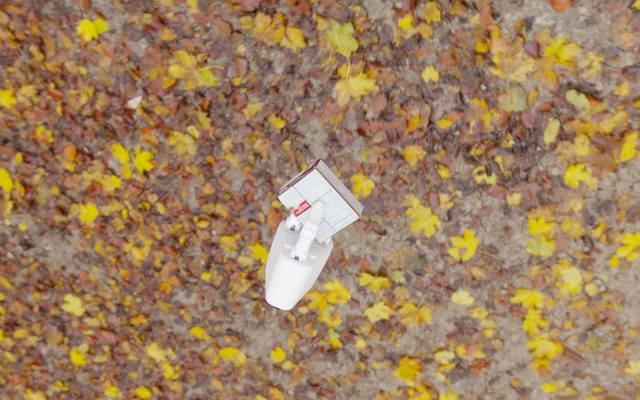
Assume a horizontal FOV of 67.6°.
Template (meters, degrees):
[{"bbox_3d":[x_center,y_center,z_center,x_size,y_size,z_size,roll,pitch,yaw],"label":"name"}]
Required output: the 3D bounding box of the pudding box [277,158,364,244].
[{"bbox_3d":[0.000,0.003,0.761,0.090,0.113,0.039,-36,17,26],"label":"pudding box"}]
